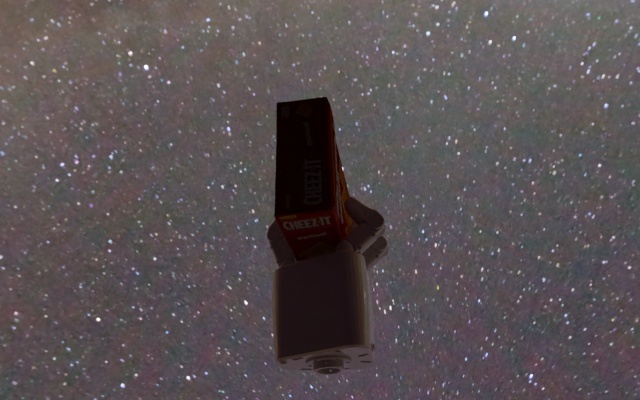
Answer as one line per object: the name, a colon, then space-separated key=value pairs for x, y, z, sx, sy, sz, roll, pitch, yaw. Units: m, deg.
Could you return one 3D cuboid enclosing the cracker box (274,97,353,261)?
cracker box: x=0.000 y=0.002 z=0.612 sx=0.072 sy=0.164 sz=0.214 roll=-7 pitch=-34 yaw=7
